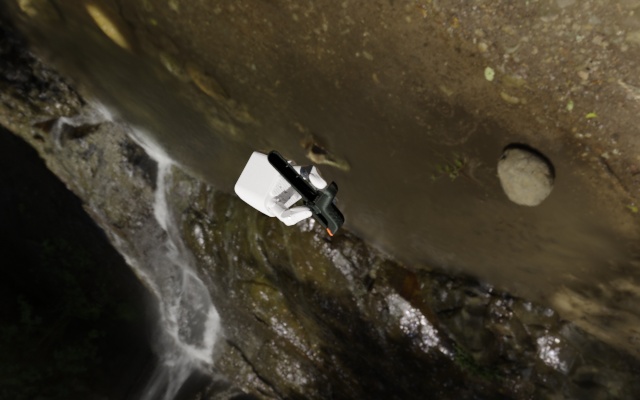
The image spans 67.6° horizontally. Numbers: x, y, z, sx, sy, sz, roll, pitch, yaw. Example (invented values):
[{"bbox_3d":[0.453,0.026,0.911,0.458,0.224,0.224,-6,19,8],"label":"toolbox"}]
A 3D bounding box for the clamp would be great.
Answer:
[{"bbox_3d":[0.000,0.004,0.871,0.164,0.036,0.210,28,-20,43],"label":"clamp"}]
